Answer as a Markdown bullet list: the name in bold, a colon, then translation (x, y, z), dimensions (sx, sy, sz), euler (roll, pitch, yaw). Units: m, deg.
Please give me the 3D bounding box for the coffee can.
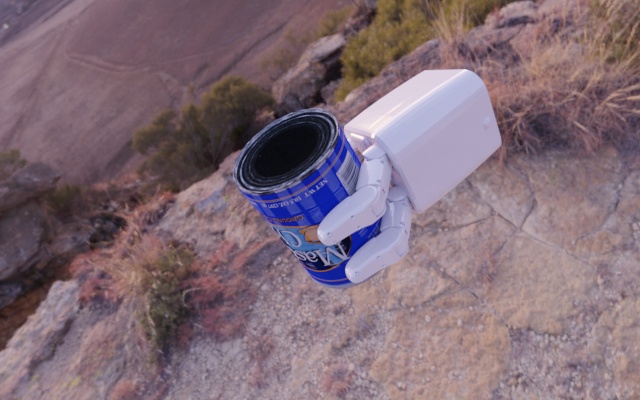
- **coffee can**: translation (0.000, 0.002, 0.445), dimensions (0.103, 0.102, 0.140), euler (0, -41, 36)
